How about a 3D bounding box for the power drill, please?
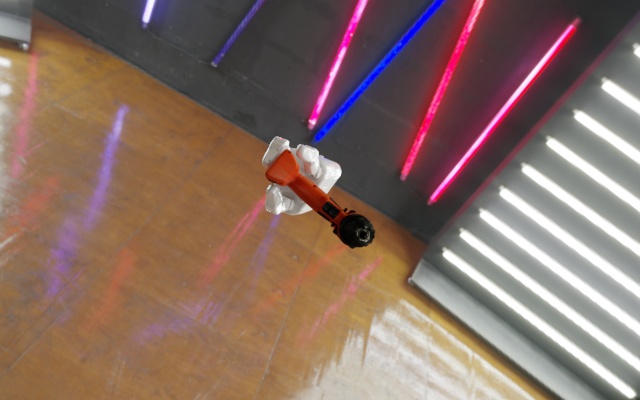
[{"bbox_3d":[0.000,0.002,0.741,0.187,0.057,0.184,42,-5,-4],"label":"power drill"}]
